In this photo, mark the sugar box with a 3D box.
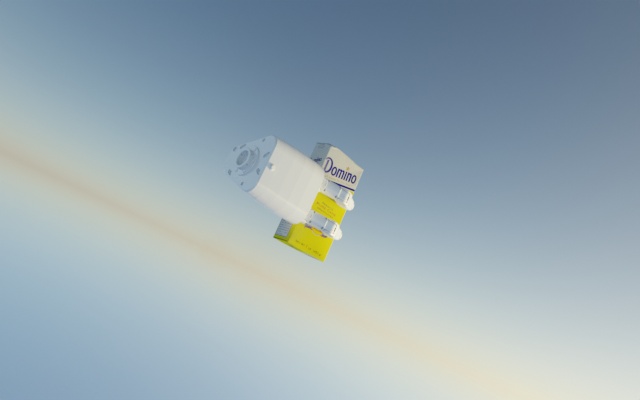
[{"bbox_3d":[0.000,0.003,0.791,0.048,0.176,0.093,13,-16,48],"label":"sugar box"}]
